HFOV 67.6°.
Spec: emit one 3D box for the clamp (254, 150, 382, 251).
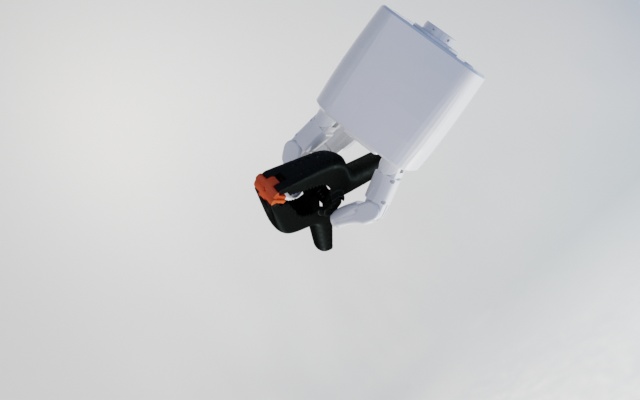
[{"bbox_3d":[0.000,0.002,0.494,0.036,0.165,0.210,45,26,23],"label":"clamp"}]
